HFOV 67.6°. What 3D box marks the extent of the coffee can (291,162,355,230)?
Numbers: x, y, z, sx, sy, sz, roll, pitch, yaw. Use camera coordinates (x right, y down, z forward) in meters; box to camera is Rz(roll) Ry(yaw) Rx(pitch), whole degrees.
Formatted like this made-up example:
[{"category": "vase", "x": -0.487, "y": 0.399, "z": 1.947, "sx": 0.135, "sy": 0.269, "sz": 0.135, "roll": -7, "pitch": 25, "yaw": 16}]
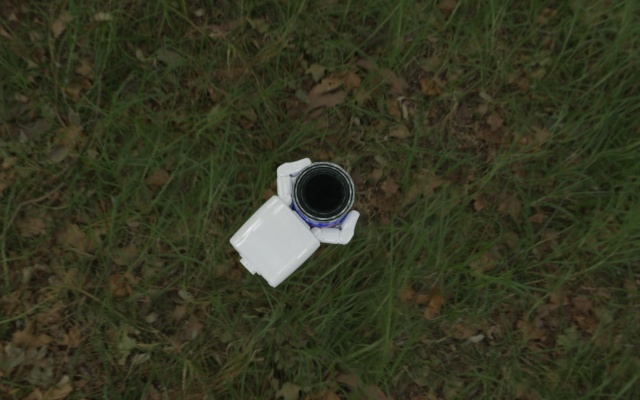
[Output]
[{"category": "coffee can", "x": 0.000, "y": 0.003, "z": 0.834, "sx": 0.103, "sy": 0.102, "sz": 0.140, "roll": 0, "pitch": -14, "yaw": -4}]
